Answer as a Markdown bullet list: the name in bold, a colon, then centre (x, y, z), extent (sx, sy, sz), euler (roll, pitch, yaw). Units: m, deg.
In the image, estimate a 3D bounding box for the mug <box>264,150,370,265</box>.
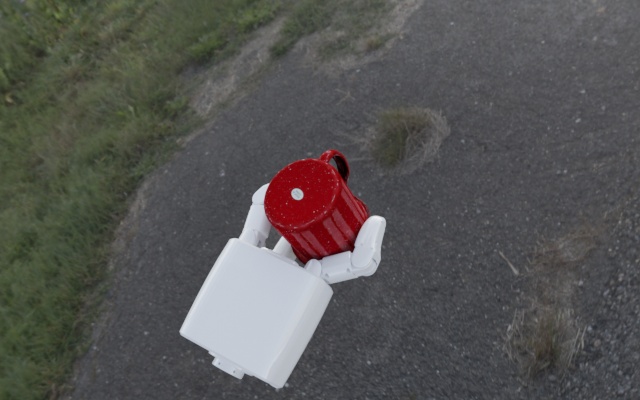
- **mug**: centre (0.001, 0.000, 0.486), extent (0.093, 0.117, 0.081), euler (13, -24, 31)
